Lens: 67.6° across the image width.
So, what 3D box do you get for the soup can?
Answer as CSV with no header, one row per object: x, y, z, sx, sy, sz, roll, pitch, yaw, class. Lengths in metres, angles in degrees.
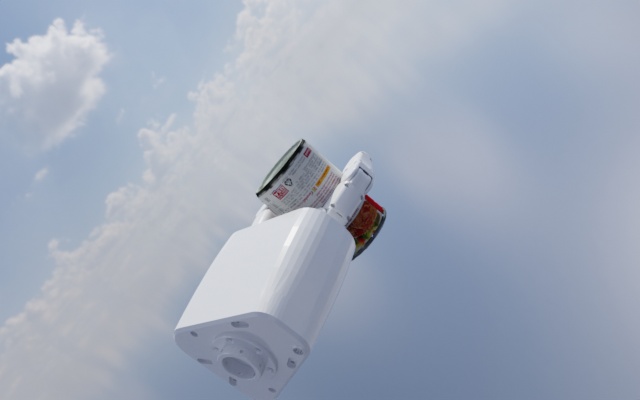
0.000,0.001,0.435,0.102,0.068,0.068,40,-10,-12,soup can
